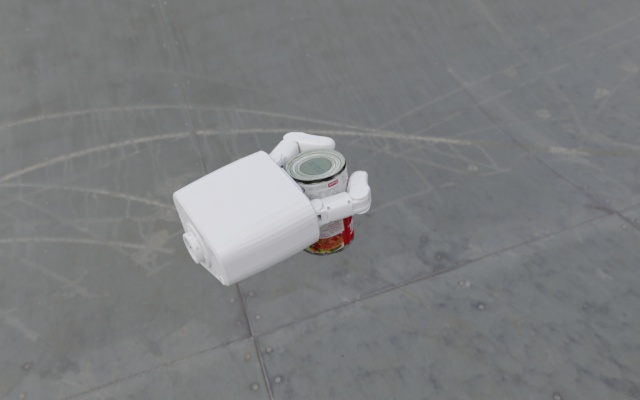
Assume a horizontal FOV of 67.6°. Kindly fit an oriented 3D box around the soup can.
[{"bbox_3d":[0.001,0.001,0.535,0.068,0.102,0.068,-6,35,4],"label":"soup can"}]
